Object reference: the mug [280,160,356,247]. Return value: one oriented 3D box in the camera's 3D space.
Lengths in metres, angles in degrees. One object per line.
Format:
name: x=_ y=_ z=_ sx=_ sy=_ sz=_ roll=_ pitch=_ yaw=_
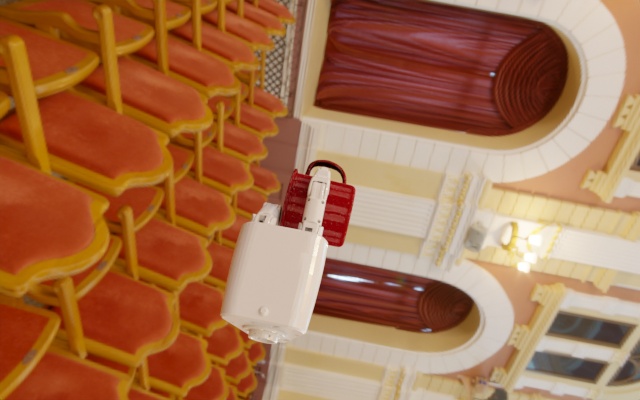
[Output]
mug: x=0.001 y=0.001 z=0.617 sx=0.081 sy=0.117 sz=0.093 roll=13 pitch=-23 yaw=2
